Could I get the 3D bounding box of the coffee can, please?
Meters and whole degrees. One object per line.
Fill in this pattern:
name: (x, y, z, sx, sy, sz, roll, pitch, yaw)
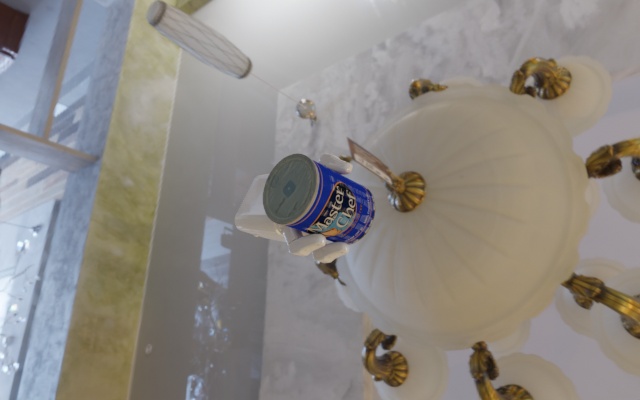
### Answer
coffee can: (0.000, 0.002, 0.708, 0.103, 0.102, 0.140, 0, -16, 42)
